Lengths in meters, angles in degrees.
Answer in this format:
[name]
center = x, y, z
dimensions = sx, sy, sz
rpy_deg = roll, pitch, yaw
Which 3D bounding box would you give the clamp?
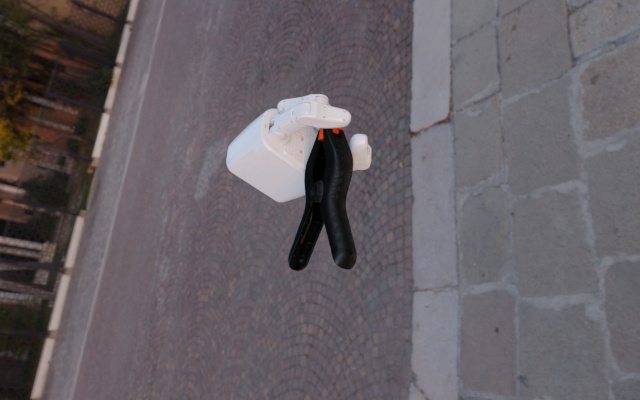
[clamp]
center = 0.000, 0.001, 0.540
dimensions = 0.039, 0.171, 0.120
rpy_deg = 17, -25, -33
